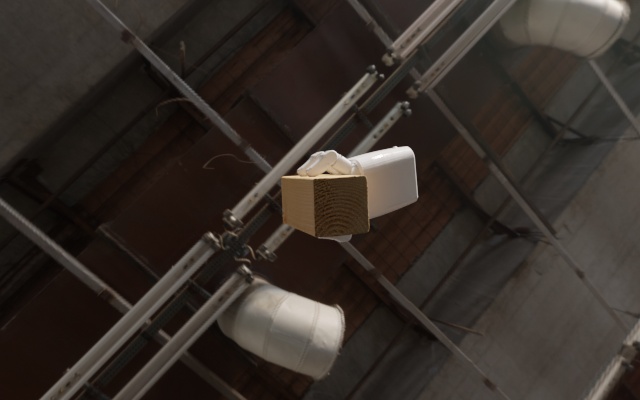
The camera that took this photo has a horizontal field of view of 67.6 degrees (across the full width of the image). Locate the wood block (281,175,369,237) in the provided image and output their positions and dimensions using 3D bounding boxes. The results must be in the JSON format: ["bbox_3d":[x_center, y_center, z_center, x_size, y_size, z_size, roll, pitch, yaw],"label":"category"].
[{"bbox_3d":[0.000,0.003,0.817,0.090,0.091,0.206,-4,4,-17],"label":"wood block"}]
